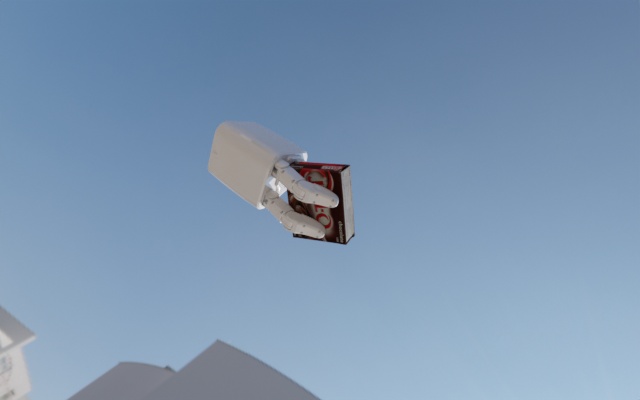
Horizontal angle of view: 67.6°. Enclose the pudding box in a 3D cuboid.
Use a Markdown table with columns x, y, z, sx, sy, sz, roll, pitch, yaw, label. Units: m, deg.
| x | y | z | sx | sy | sz | roll | pitch | yaw | label |
| --- | --- | --- | --- | --- | --- | --- | --- | --- | --- |
| 0.000 | 0.002 | 0.686 | 0.090 | 0.113 | 0.039 | 6 | 26 | 29 | pudding box |
